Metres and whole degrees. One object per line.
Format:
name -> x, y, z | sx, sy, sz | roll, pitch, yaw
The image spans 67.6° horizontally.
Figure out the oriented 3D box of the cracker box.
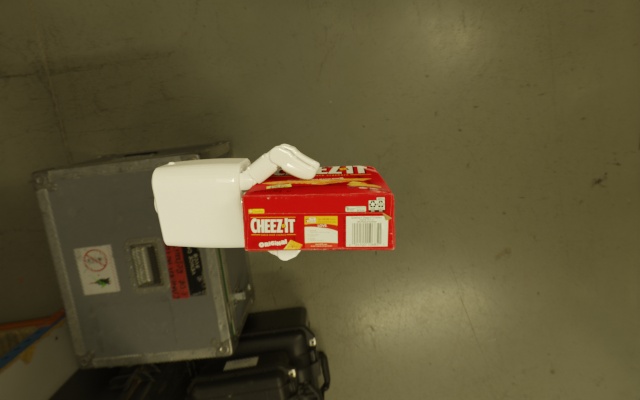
cracker box -> 0.000, 0.002, 0.607 | 0.164, 0.072, 0.213 | -1, 12, 1
